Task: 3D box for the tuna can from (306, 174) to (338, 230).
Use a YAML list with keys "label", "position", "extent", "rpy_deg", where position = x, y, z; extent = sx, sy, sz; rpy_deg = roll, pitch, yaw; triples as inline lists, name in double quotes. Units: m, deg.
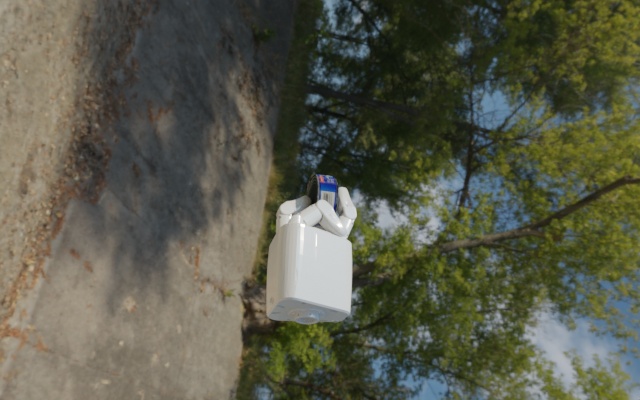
- label: "tuna can"
  position: [0.001, 0.002, 0.746]
  extent: [0.034, 0.086, 0.086]
  rpy_deg: [7, -2, -14]
